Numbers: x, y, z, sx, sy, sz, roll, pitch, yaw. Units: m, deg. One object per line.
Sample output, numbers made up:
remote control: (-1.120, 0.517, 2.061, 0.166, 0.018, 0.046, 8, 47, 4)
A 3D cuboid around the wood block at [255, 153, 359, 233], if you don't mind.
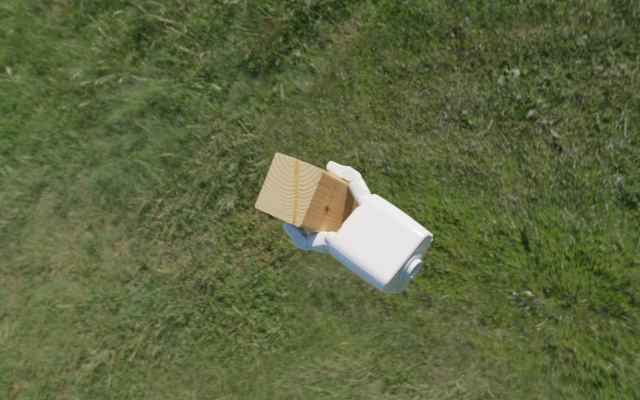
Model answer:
wood block: (0.000, 0.002, 0.776, 0.090, 0.091, 0.206, 22, 0, 30)
